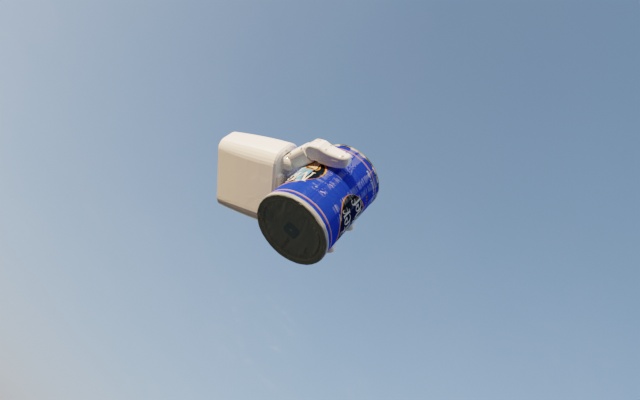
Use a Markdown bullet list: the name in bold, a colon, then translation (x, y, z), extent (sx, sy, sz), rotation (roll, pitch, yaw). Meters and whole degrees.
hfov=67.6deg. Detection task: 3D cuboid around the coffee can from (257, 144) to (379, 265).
- **coffee can**: translation (0.000, 0.002, 0.624), extent (0.103, 0.103, 0.140), rotation (0, 30, 38)
